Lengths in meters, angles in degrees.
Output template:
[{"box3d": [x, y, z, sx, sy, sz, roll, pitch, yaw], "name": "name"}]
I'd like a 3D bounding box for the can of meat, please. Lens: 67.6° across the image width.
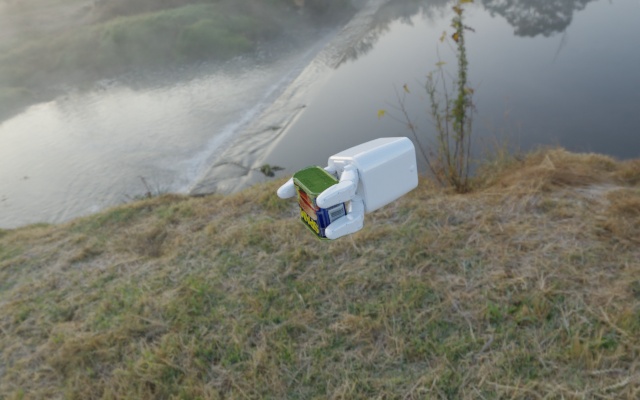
[{"box3d": [0.000, 0.002, 0.741, 0.057, 0.084, 0.102, -22, 31, -17], "name": "can of meat"}]
